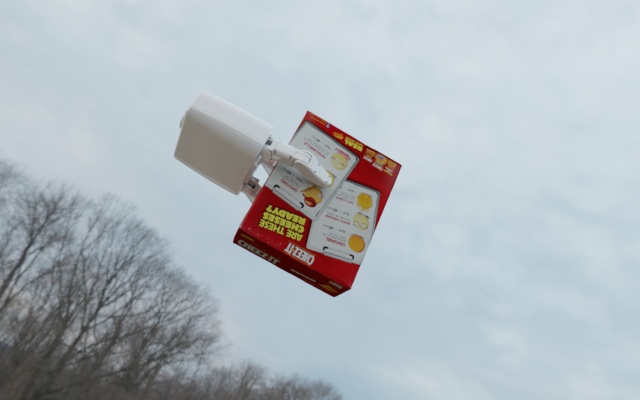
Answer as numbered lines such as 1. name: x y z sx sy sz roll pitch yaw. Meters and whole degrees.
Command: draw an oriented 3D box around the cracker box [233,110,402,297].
1. cracker box: 0.000 0.002 0.672 0.164 0.213 0.072 29 -29 -5
